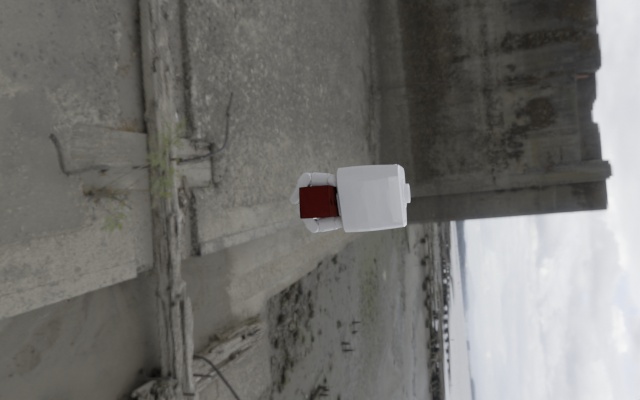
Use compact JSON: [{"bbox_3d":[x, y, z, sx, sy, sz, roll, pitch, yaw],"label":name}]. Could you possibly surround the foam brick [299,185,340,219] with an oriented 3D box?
[{"bbox_3d":[0.000,0.003,0.802,0.051,0.053,0.078,-3,-1,16],"label":"foam brick"}]
